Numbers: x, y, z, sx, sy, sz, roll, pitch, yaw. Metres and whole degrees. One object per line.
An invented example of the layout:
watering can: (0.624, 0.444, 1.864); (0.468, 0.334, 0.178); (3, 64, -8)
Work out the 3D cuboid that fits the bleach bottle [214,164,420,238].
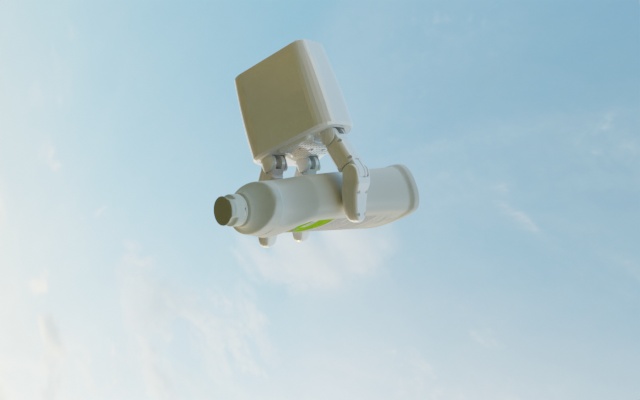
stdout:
bleach bottle: (0.000, 0.002, 0.527); (0.251, 0.068, 0.102); (-3, -18, -47)
